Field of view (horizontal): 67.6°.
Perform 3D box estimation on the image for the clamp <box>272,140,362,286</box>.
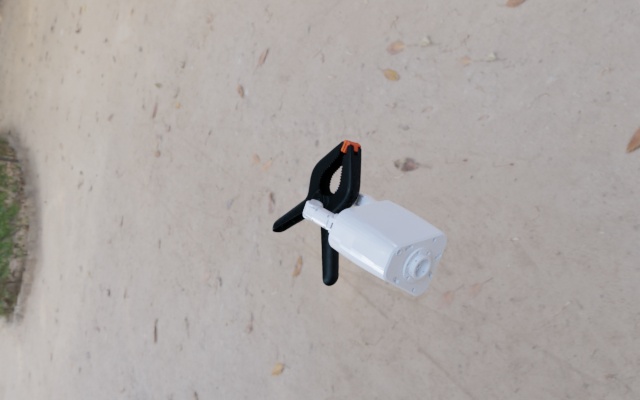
[{"bbox_3d":[0.000,0.002,0.736,0.036,0.210,0.164,7,17,-45],"label":"clamp"}]
